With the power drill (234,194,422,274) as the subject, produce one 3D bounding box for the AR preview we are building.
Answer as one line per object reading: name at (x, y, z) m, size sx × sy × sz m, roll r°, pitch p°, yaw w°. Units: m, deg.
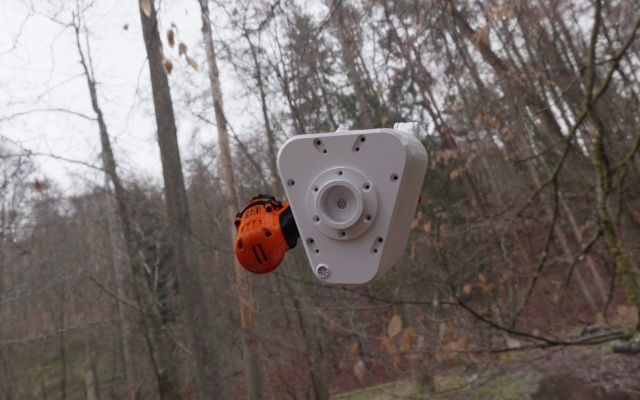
power drill at (0.000, 0.001, 0.507) m, size 0.187 × 0.057 × 0.184 m, roll -25°, pitch 15°, yaw 1°
